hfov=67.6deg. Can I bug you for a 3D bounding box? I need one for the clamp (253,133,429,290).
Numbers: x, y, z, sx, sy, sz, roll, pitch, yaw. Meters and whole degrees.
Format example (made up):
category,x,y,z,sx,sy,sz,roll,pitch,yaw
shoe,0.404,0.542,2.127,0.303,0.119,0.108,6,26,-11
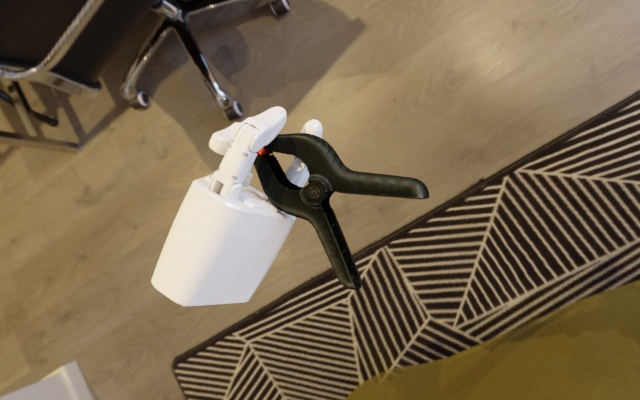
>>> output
category,x,y,z,sx,sy,sz,roll,pitch,yaw
clamp,0.000,0.001,0.445,0.171,0.120,0.039,29,10,15
